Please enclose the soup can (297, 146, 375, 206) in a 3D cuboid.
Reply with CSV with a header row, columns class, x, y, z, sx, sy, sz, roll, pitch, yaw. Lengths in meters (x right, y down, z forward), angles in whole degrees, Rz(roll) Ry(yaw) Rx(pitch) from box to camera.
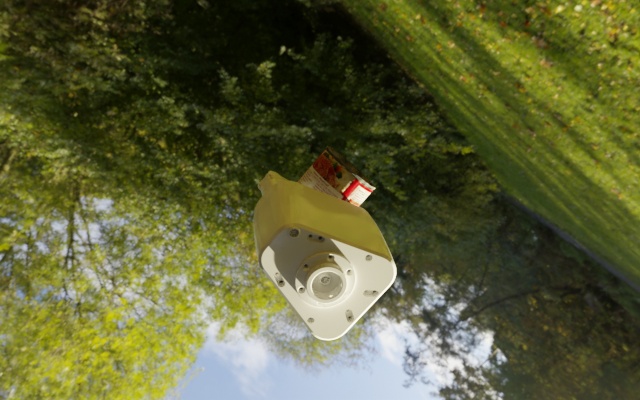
class,x,y,z,sx,sy,sz,roll,pitch,yaw
soup can,0.000,0.002,0.514,0.068,0.102,0.068,40,10,-8
